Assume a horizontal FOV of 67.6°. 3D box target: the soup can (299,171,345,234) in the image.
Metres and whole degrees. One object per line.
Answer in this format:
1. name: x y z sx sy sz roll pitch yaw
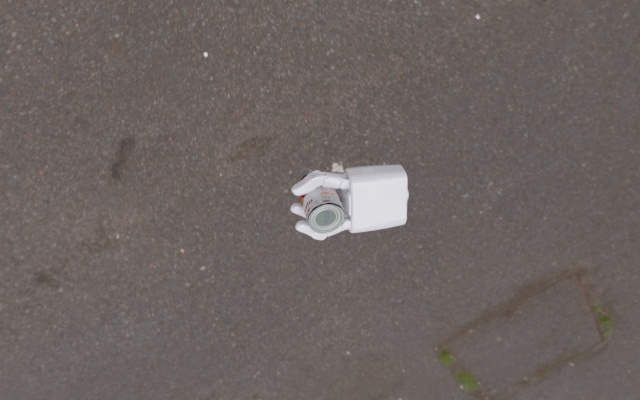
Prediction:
1. soup can: 0.000 0.003 0.854 0.068 0.068 0.102 0 36 -15
